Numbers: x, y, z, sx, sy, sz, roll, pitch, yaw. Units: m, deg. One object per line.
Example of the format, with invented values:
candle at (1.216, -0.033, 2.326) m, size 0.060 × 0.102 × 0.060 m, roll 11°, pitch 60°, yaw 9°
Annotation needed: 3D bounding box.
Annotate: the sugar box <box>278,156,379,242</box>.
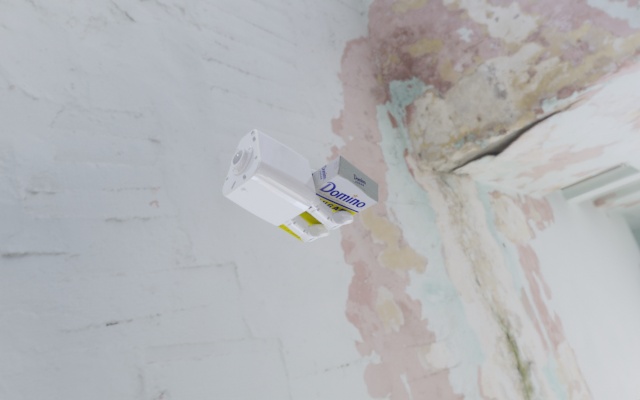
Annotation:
sugar box at (0.000, 0.003, 0.790) m, size 0.093 × 0.048 × 0.176 m, roll 33°, pitch -44°, yaw -31°
